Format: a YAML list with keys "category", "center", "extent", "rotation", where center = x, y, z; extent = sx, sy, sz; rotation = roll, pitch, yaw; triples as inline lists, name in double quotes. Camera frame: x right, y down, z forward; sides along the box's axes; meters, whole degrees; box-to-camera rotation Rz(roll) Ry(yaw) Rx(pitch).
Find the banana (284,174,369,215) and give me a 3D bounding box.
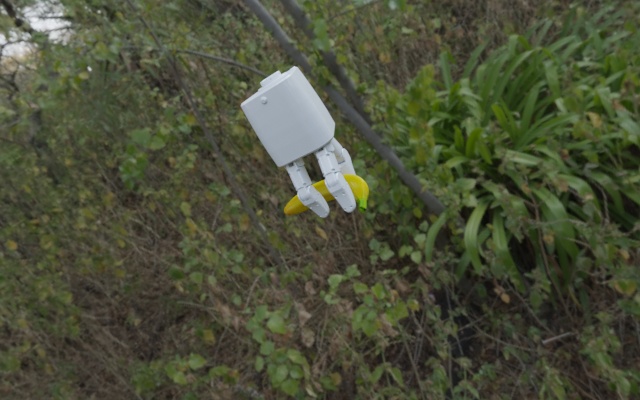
- category: "banana"
  center: [0.013, -0.010, 0.760]
  extent: [0.198, 0.037, 0.069]
  rotation: [-7, 34, 53]
